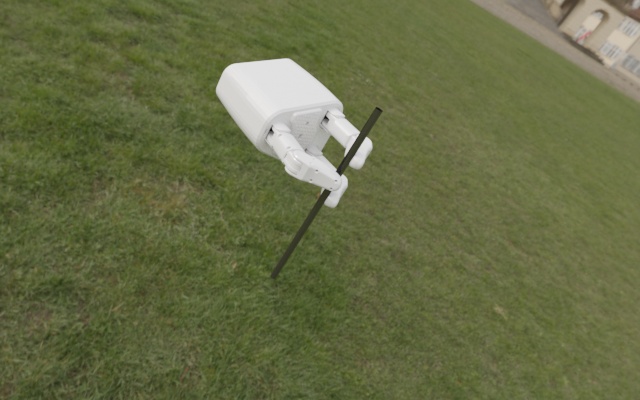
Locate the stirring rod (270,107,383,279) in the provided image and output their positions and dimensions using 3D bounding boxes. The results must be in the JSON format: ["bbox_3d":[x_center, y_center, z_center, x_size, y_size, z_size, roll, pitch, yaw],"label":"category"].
[{"bbox_3d":[0.000,0.002,0.519,0.011,0.240,0.011,25,29,-14],"label":"stirring rod"}]
